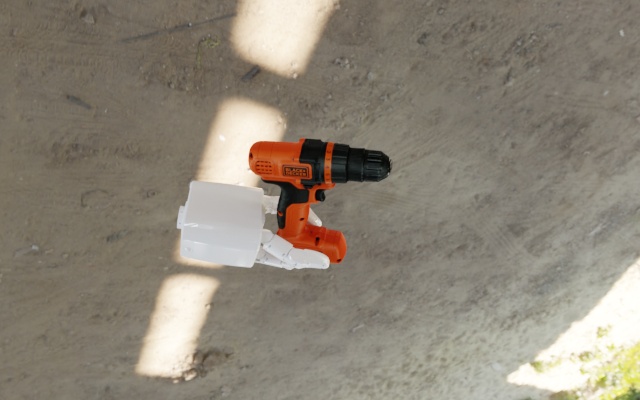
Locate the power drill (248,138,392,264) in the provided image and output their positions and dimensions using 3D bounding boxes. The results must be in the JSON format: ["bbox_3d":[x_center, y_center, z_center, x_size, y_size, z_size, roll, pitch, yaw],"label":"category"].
[{"bbox_3d":[0.000,0.003,0.655,0.184,0.188,0.057,6,39,9],"label":"power drill"}]
